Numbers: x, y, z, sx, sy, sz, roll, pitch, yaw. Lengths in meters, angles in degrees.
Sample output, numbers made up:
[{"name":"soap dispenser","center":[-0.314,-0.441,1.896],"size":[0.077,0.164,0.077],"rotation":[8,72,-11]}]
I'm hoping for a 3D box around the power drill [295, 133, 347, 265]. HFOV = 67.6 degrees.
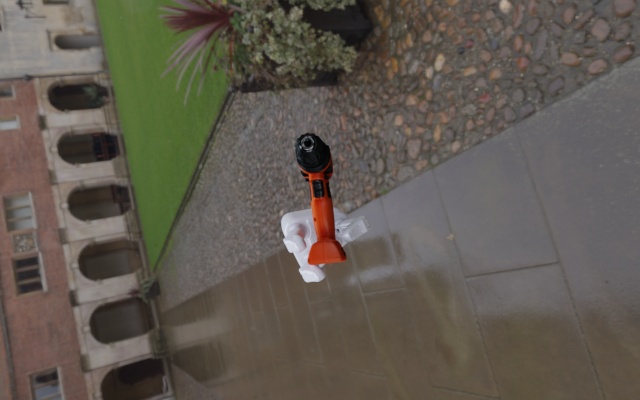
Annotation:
[{"name":"power drill","center":[0.000,0.003,0.724],"size":[0.057,0.187,0.184],"rotation":[-6,-9,7]}]
